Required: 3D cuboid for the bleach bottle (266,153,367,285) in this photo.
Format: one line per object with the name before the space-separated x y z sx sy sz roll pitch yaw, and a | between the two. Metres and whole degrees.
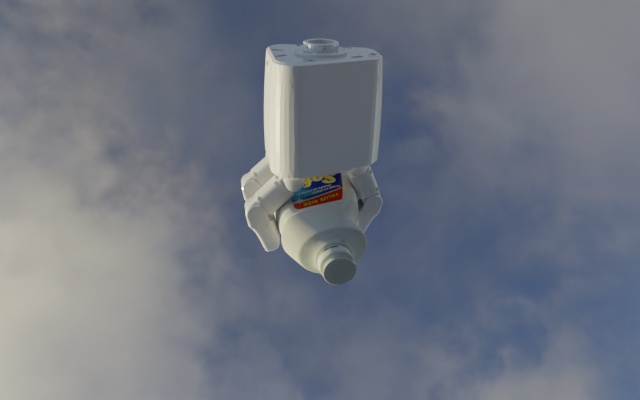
bleach bottle | 0.000 0.002 0.510 0.102 0.068 0.250 -3 28 -11
